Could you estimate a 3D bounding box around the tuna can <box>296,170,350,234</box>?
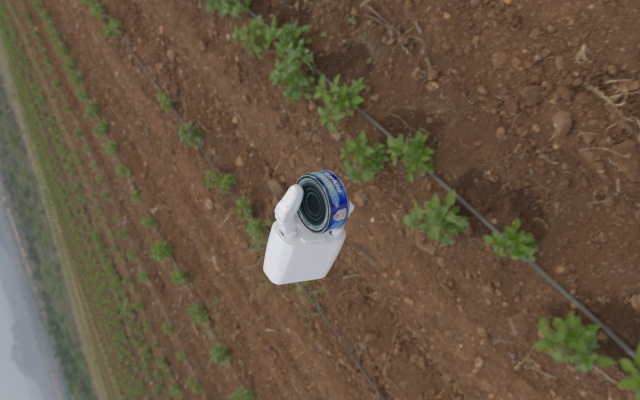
[{"bbox_3d":[0.000,0.002,0.661,0.034,0.086,0.086,-15,9,-35],"label":"tuna can"}]
